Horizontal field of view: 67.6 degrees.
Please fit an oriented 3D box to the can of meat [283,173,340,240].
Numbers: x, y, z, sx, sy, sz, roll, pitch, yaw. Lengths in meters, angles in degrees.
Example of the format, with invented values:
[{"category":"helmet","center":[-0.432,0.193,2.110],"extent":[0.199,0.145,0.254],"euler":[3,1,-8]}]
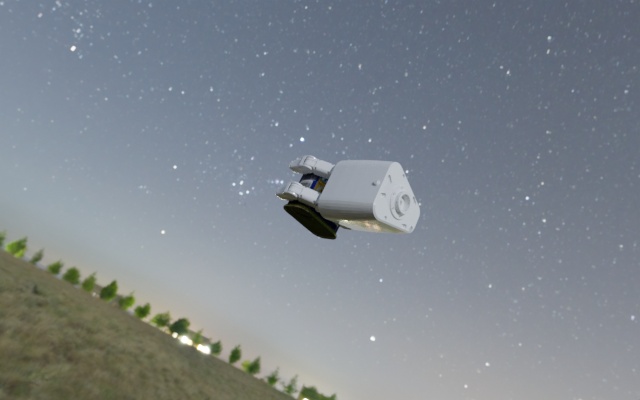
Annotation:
[{"category":"can of meat","center":[0.000,0.002,0.791],"extent":[0.057,0.084,0.102],"euler":[1,-33,48]}]
